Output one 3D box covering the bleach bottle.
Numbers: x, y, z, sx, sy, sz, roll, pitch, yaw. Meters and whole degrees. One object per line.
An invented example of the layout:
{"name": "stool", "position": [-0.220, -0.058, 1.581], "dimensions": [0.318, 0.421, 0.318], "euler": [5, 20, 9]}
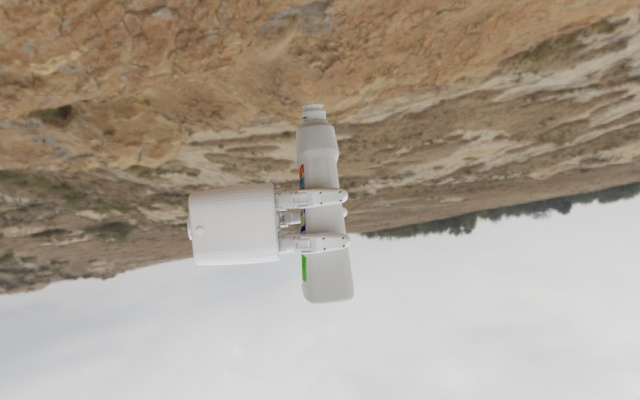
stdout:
{"name": "bleach bottle", "position": [0.000, 0.002, 0.630], "dimensions": [0.068, 0.251, 0.102], "euler": [-5, 2, -6]}
